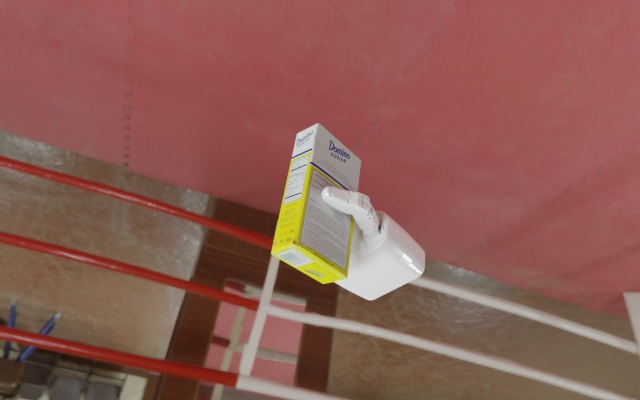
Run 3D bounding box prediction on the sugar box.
[{"bbox_3d":[0.000,0.002,0.588,0.048,0.176,0.093,-22,-44,36],"label":"sugar box"}]
